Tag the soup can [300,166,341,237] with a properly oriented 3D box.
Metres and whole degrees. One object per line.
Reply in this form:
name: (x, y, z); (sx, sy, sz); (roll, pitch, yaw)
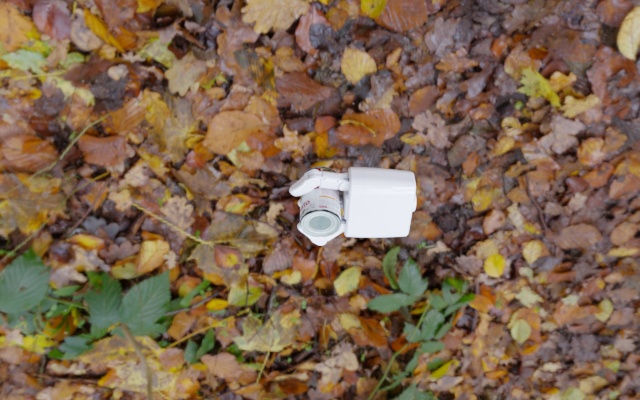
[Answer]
soup can: (0.000, 0.003, 0.792); (0.068, 0.102, 0.069); (0, -44, 0)
